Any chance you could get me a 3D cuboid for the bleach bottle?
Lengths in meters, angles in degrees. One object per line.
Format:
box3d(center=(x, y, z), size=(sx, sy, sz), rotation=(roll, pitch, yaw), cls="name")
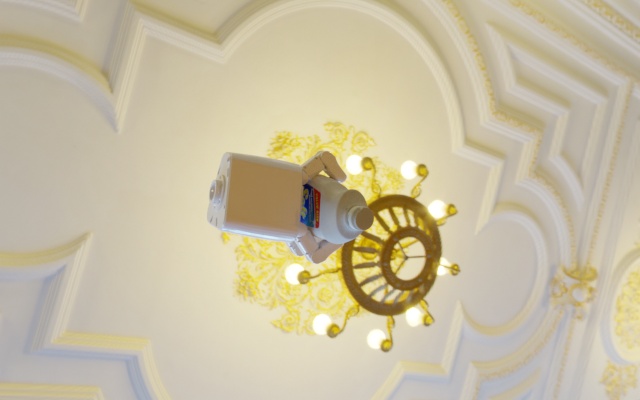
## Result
box3d(center=(0.000, 0.002, 0.702), size=(0.068, 0.102, 0.251), rotation=(11, 0, -28), cls="bleach bottle")
